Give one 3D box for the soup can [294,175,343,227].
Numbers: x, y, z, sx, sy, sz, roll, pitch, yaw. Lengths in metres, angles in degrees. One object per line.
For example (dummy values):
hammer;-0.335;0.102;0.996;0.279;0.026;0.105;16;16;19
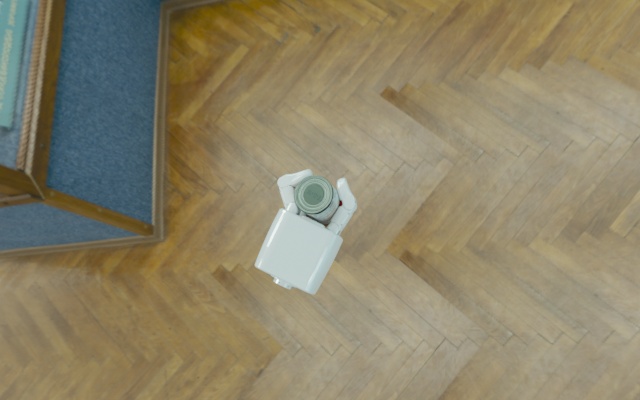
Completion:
soup can;0.000;0.002;0.814;0.068;0.068;0.102;0;-15;15
